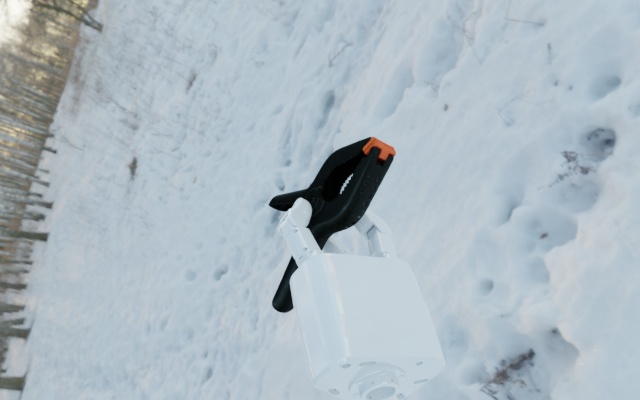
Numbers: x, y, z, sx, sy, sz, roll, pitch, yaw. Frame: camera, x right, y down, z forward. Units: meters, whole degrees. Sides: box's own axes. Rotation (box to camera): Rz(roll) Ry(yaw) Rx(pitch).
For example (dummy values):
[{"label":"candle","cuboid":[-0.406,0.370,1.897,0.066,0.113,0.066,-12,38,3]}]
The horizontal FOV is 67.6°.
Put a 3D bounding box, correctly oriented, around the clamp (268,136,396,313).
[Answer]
[{"label":"clamp","cuboid":[0.000,0.001,0.528,0.036,0.210,0.164,22,33,-30]}]
